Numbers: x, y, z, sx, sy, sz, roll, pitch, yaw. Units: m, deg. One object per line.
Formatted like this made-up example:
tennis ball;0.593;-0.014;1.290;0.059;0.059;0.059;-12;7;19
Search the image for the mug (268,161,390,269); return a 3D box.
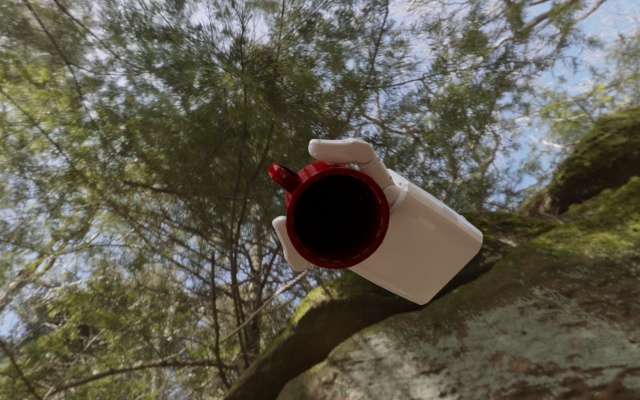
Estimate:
mug;-0.001;0.001;0.453;0.117;0.093;0.081;32;7;-15
